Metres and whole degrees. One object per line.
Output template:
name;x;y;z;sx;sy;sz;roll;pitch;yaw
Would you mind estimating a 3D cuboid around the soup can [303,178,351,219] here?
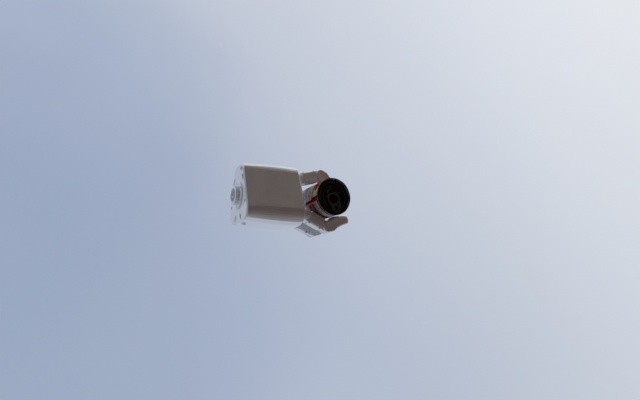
soup can;0.000;0.003;0.883;0.068;0.068;0.102;0;-12;-29
